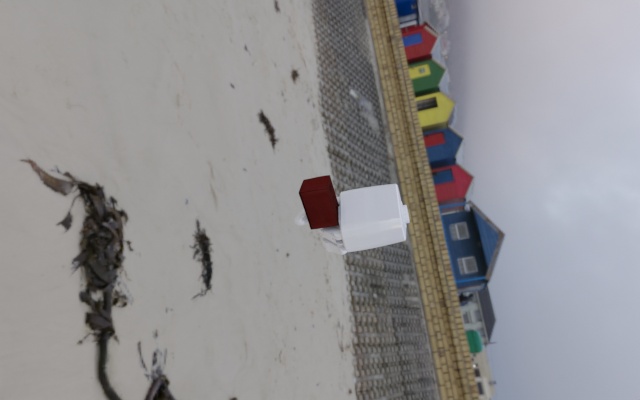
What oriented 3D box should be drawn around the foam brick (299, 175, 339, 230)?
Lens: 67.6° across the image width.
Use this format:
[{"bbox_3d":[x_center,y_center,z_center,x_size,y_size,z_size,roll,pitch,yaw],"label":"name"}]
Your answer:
[{"bbox_3d":[0.000,0.003,0.837,0.051,0.078,0.053,-10,29,14],"label":"foam brick"}]
